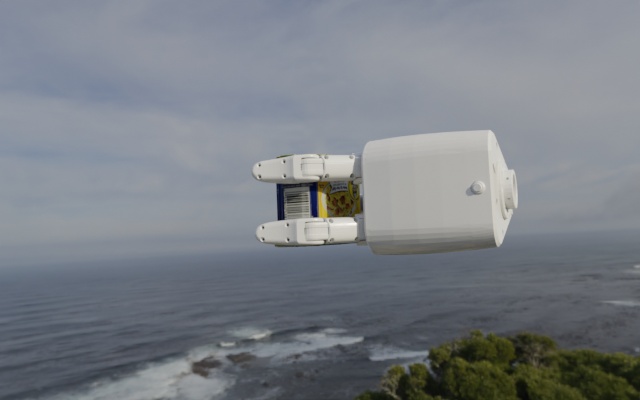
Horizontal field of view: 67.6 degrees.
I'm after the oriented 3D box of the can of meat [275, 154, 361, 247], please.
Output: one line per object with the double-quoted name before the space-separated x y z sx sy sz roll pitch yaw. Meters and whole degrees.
"can of meat" 0.000 0.001 0.466 0.057 0.084 0.102 -4 -4 32
